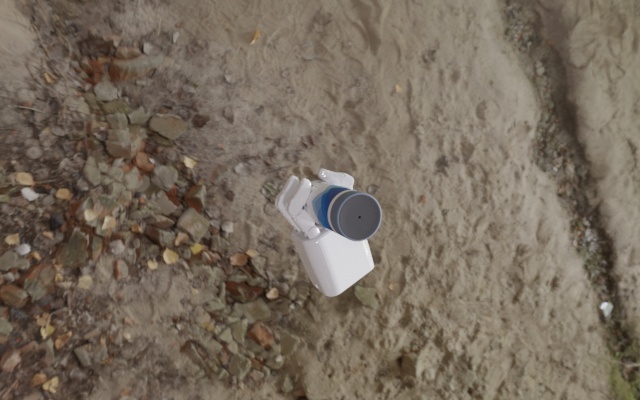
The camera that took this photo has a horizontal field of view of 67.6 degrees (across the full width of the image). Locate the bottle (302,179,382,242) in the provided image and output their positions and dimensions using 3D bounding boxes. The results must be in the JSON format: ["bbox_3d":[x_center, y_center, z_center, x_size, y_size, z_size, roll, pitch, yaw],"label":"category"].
[{"bbox_3d":[0.000,0.002,0.773,0.069,0.069,0.295,0,8,-21],"label":"bottle"}]
